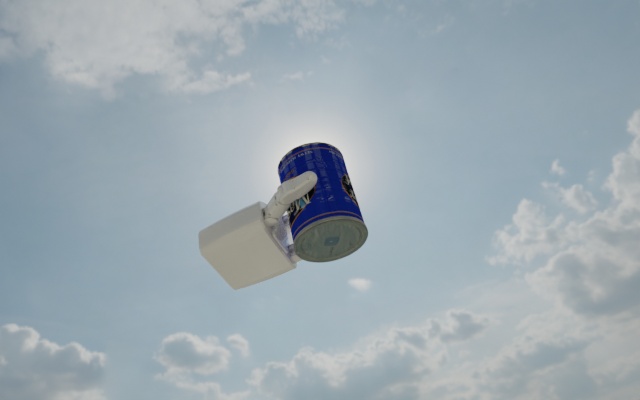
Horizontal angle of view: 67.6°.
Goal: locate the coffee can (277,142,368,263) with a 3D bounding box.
[{"bbox_3d":[0.000,0.002,0.681,0.103,0.140,0.103,-10,-37,-7],"label":"coffee can"}]
